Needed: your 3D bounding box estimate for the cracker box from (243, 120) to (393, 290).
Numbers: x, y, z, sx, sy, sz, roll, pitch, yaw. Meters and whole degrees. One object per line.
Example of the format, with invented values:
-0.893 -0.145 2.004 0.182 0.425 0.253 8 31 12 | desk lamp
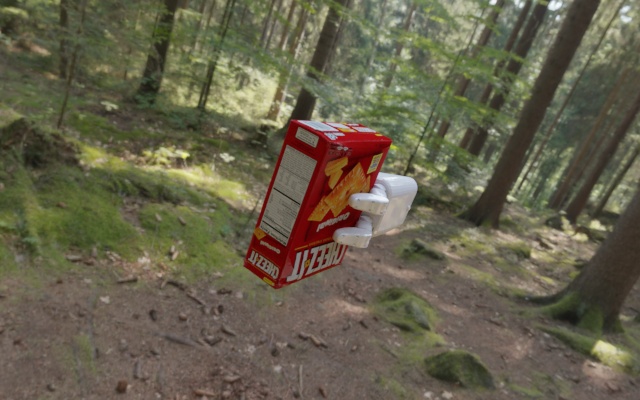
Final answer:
0.000 0.002 0.656 0.072 0.214 0.164 31 22 28 | cracker box
